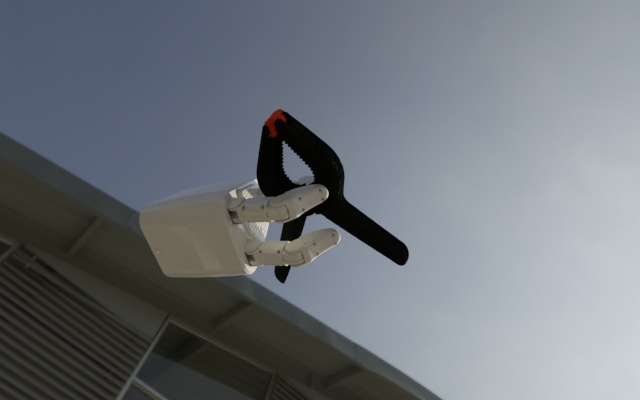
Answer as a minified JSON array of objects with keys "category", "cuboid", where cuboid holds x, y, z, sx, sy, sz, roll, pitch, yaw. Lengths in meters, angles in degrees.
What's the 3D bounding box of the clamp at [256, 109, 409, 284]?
[{"category":"clamp","cuboid":[0.000,0.001,0.513,0.164,0.210,0.036,-6,29,18]}]
